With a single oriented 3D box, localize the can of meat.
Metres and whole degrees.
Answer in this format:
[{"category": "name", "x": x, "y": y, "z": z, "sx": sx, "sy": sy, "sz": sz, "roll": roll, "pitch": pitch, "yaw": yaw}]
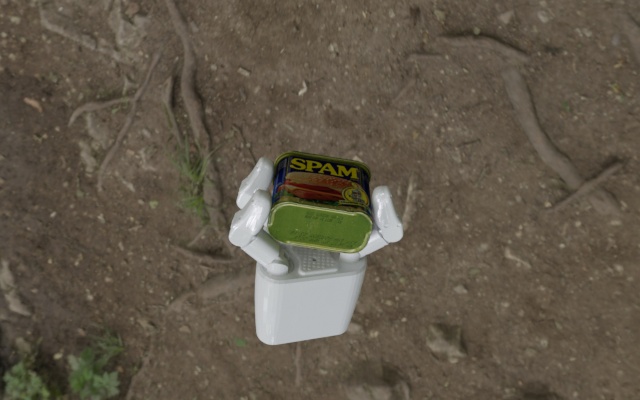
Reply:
[{"category": "can of meat", "x": 0.000, "y": 0.002, "z": 0.469, "sx": 0.102, "sy": 0.057, "sz": 0.084, "roll": 9, "pitch": 37, "yaw": -5}]
